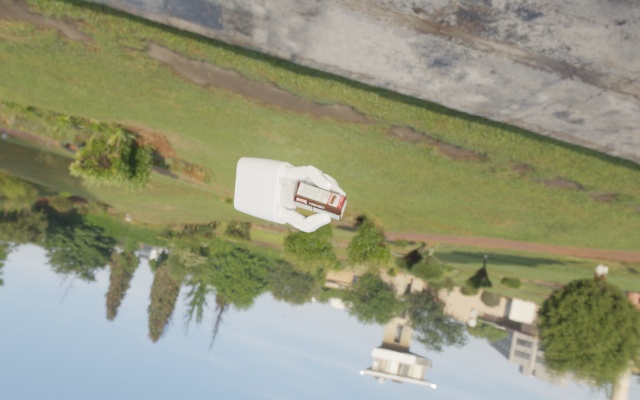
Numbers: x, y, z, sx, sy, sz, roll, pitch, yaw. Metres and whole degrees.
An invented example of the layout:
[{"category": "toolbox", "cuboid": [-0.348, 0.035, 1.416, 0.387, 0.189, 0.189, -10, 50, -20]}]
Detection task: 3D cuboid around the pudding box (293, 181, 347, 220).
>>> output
[{"category": "pudding box", "cuboid": [0.000, 0.003, 0.858, 0.090, 0.039, 0.113, 17, -4, 3]}]
